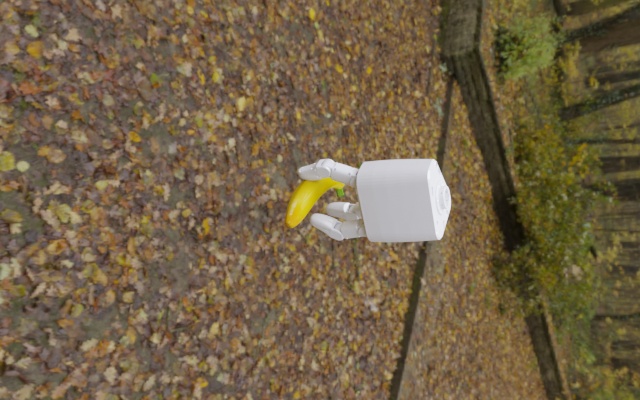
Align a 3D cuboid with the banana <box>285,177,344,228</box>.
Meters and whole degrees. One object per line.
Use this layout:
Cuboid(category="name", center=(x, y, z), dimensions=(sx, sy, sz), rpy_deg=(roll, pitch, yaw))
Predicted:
Cuboid(category="banana", center=(0.000, -0.016, 0.758), dimensions=(0.037, 0.070, 0.197), rpy_deg=(1, 15, 28))
